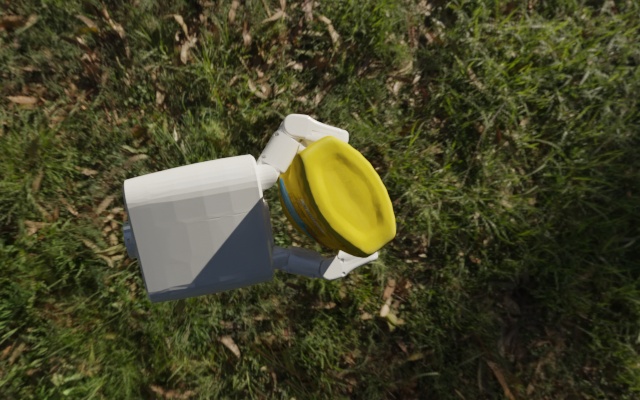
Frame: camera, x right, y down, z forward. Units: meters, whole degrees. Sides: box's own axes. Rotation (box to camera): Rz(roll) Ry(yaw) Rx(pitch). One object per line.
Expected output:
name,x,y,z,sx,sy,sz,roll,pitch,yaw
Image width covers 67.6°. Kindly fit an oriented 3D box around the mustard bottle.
mustard bottle,0.000,0.001,0.443,0.058,0.096,0.191,-36,6,-12
